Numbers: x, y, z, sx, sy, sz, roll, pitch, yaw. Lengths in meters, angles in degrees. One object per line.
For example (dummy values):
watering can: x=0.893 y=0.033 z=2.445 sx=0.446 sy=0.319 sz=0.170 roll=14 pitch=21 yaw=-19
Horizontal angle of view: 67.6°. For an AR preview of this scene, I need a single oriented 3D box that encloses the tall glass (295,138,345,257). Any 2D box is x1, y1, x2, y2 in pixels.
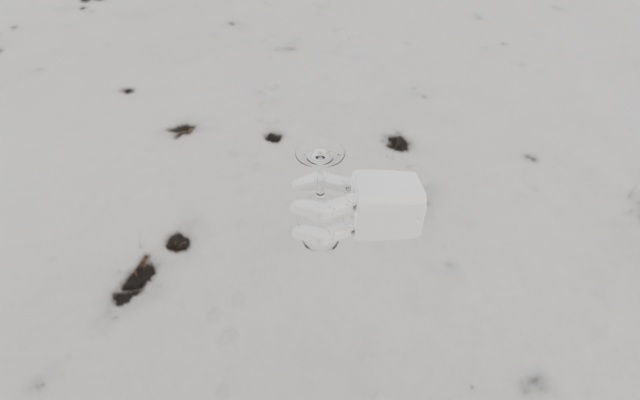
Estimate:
tall glass: x=0.000 y=0.002 z=0.769 sx=0.079 sy=0.201 sz=0.079 roll=0 pitch=43 yaw=0
